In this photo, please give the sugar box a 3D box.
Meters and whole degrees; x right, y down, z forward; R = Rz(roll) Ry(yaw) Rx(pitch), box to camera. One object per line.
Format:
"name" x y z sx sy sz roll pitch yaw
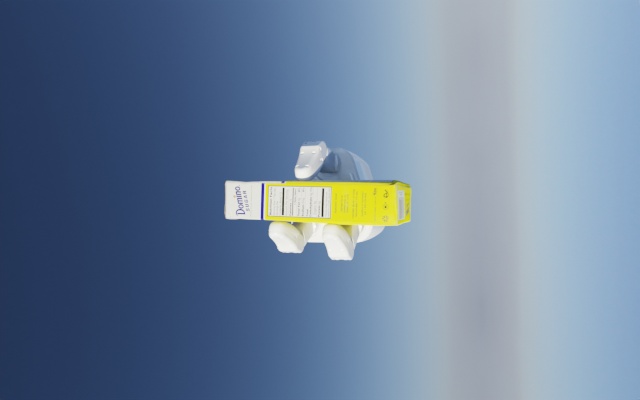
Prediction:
"sugar box" 0.000 0.002 0.497 0.176 0.048 0.093 -1 -1 19
